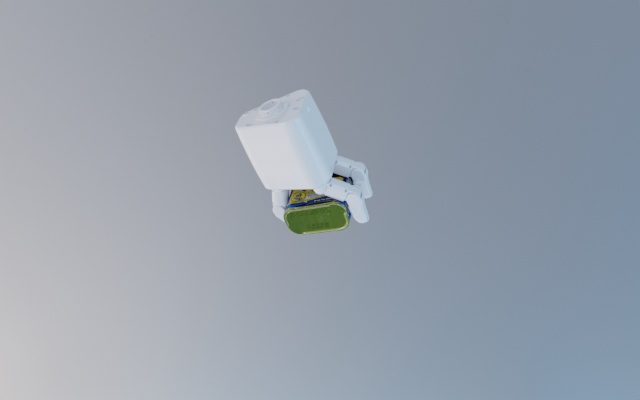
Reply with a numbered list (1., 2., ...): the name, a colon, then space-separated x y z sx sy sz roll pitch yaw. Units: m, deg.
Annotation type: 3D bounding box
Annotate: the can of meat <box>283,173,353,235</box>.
1. can of meat: 0.000 0.003 0.717 0.102 0.057 0.084 -9 37 18
